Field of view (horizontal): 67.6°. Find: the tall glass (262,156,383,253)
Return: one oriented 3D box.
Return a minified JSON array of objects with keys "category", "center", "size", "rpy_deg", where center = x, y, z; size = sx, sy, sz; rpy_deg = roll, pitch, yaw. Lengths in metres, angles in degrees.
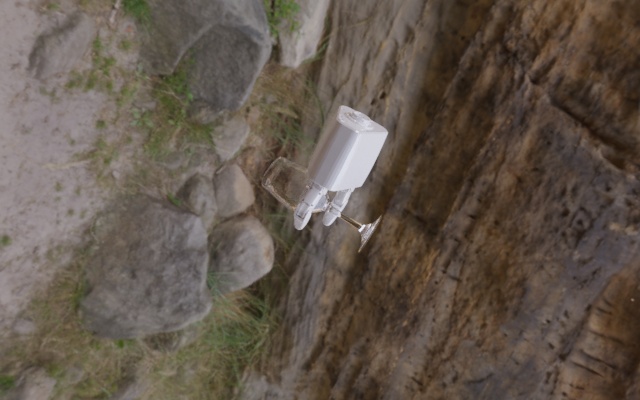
[{"category":"tall glass","center":[0.001,0.003,0.801],"size":[0.201,0.079,0.079],"rpy_deg":[32,6,10]}]
